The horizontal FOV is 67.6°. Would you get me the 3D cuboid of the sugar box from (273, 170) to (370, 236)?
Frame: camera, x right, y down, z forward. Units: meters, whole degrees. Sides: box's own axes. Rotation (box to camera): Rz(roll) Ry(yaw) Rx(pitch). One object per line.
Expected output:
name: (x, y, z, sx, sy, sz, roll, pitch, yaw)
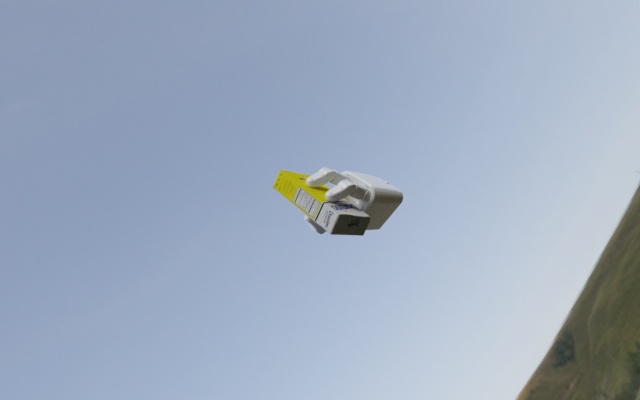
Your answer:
sugar box: (0.000, 0.002, 0.876, 0.093, 0.048, 0.176, 6, 21, -48)
